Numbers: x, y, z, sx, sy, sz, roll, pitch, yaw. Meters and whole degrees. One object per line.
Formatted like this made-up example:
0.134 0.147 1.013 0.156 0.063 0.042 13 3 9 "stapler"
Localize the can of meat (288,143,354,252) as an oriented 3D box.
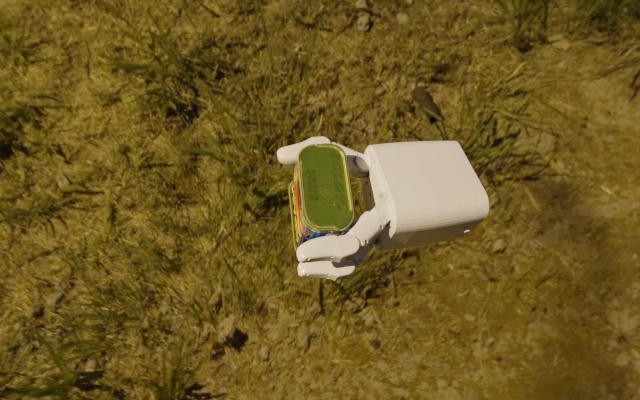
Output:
0.000 0.001 0.505 0.057 0.102 0.084 -3 -23 -9 "can of meat"
